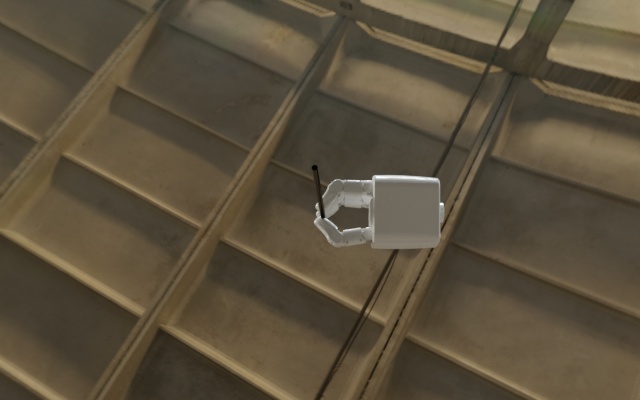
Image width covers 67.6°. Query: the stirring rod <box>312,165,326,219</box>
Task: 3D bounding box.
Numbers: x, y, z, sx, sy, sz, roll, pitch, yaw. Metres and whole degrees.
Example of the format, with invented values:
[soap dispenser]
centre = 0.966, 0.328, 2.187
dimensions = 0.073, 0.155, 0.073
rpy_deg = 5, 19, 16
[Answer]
[stirring rod]
centre = 0.000, 0.002, 0.716
dimensions = 0.011, 0.011, 0.240
rpy_deg = 0, -21, 4
